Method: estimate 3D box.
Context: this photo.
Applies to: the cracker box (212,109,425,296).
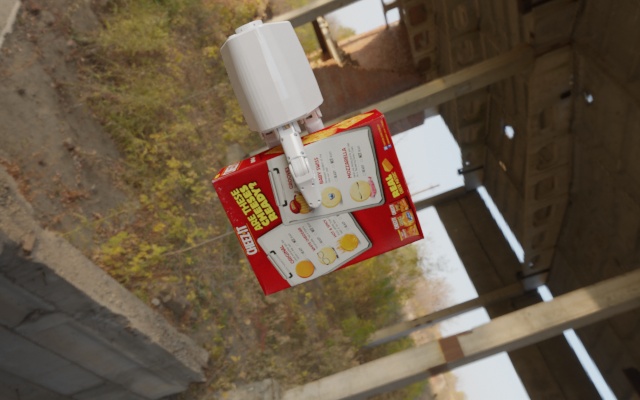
[{"bbox_3d":[0.000,0.002,0.596,0.214,0.164,0.072,-21,17,5],"label":"cracker box"}]
